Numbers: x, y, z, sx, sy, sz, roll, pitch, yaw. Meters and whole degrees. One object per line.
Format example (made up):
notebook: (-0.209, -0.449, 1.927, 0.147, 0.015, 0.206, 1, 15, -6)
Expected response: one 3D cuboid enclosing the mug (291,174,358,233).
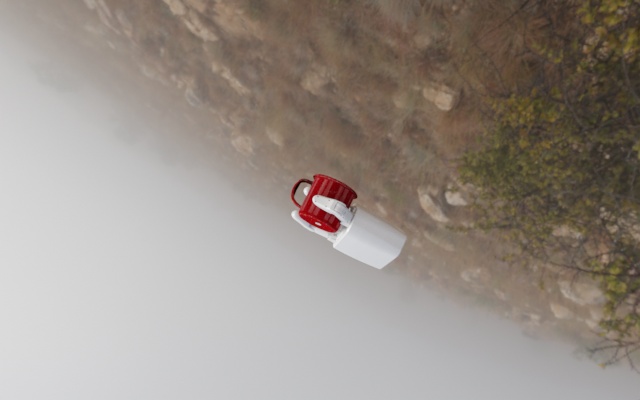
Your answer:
mug: (-0.001, 0.002, 0.893, 0.117, 0.081, 0.093, 27, -13, -2)
